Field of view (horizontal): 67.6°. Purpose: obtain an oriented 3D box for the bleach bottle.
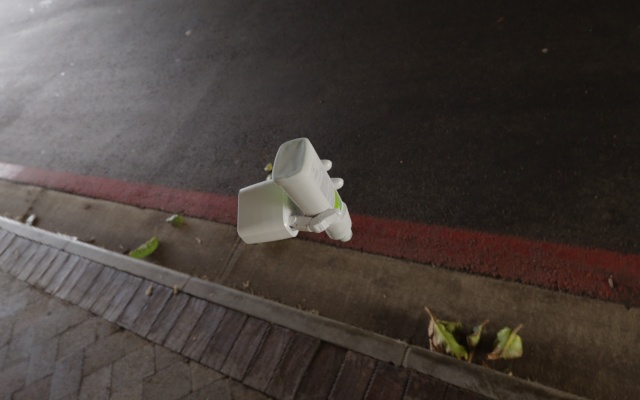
[{"bbox_3d":[0.000,0.003,0.897,0.068,0.102,0.251,-12,-43,22],"label":"bleach bottle"}]
